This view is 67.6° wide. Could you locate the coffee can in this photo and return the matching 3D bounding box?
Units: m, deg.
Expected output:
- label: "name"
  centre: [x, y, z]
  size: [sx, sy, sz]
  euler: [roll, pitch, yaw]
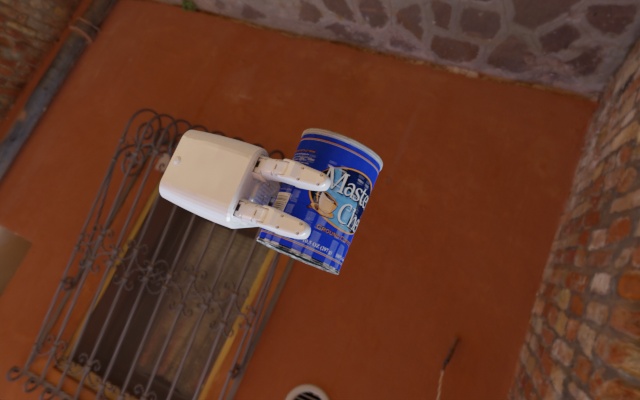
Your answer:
- label: "coffee can"
  centre: [0.000, 0.002, 0.557]
  size: [0.103, 0.140, 0.103]
  euler: [22, -10, 4]
